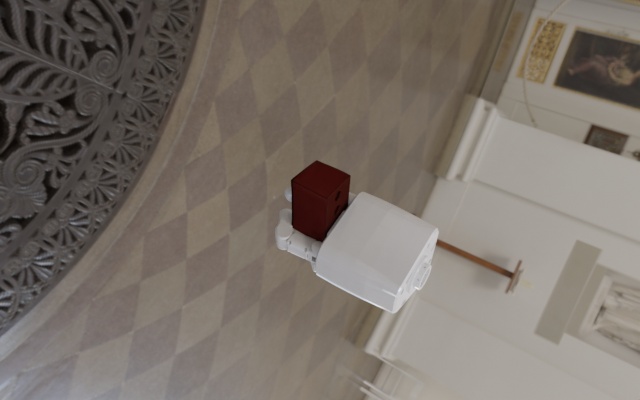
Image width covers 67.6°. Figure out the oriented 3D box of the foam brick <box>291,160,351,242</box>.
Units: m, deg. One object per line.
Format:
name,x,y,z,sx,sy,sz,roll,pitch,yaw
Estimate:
foam brick,0.000,0.002,0.573,0.051,0.078,0.053,26,47,25
